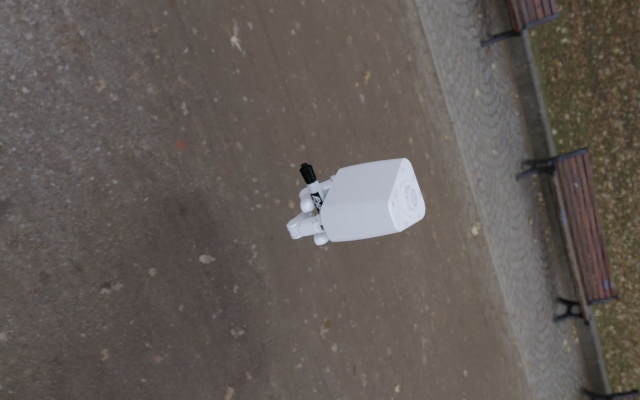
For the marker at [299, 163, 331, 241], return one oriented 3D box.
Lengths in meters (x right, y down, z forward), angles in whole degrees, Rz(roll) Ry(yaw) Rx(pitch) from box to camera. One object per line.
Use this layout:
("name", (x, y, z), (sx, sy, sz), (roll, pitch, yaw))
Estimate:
("marker", (0.000, 0.002, 0.670), (0.020, 0.121, 0.020), (-21, 20, 8))
